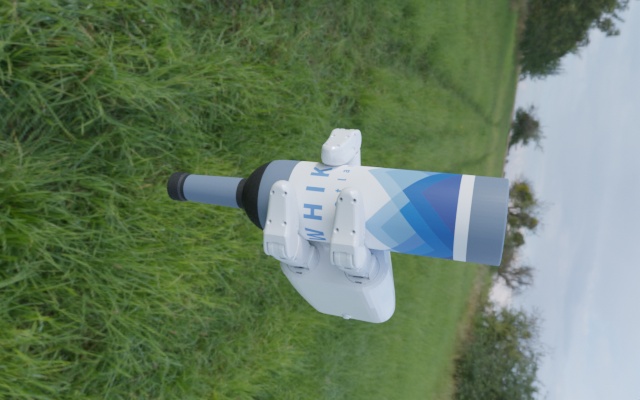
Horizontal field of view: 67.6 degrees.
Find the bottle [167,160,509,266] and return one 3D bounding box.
[{"bbox_3d":[0.000,0.001,0.407,0.295,0.069,0.069,6,2,19],"label":"bottle"}]
